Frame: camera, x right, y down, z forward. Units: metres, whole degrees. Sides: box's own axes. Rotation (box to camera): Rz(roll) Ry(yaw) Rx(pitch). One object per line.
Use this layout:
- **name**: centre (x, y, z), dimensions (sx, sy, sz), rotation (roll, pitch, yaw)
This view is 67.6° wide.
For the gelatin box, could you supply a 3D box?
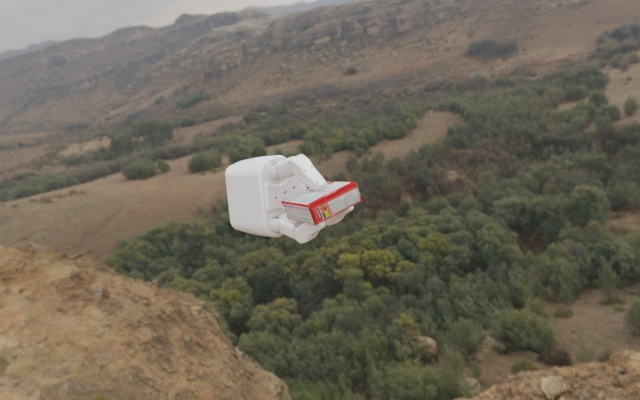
- **gelatin box**: centre (0.000, 0.002, 0.624), dimensions (0.073, 0.030, 0.089), rotation (-26, 14, -24)
